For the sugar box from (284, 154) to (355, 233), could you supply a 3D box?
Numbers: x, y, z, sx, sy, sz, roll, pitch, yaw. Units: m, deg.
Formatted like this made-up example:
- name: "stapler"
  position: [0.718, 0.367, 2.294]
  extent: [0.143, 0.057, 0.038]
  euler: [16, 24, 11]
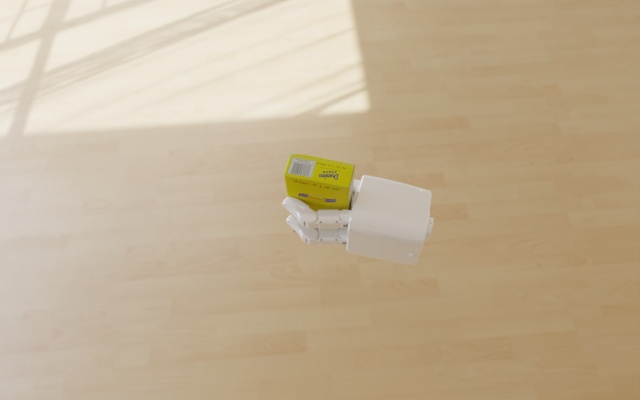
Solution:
- name: "sugar box"
  position: [0.000, 0.003, 0.718]
  extent: [0.093, 0.048, 0.176]
  euler: [11, -31, 9]
